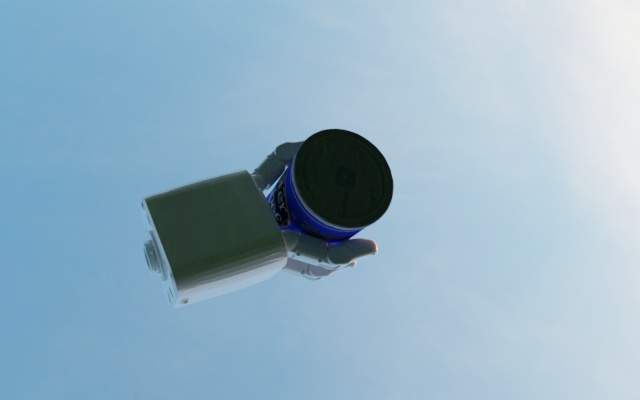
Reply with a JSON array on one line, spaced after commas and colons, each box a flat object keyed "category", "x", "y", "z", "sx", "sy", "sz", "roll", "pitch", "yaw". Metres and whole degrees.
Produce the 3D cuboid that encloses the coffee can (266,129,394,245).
[{"category": "coffee can", "x": 0.000, "y": 0.002, "z": 0.509, "sx": 0.103, "sy": 0.102, "sz": 0.140, "roll": 0, "pitch": -21, "yaw": -21}]
